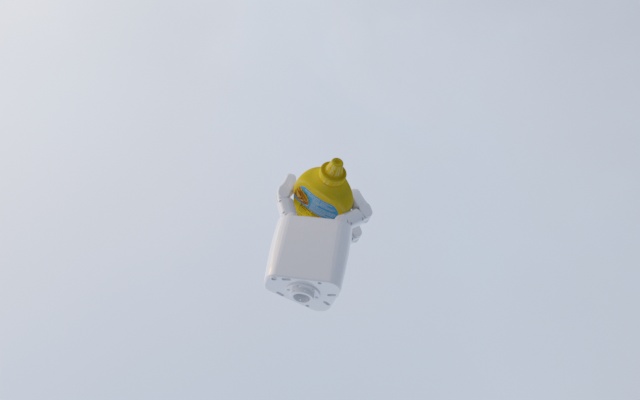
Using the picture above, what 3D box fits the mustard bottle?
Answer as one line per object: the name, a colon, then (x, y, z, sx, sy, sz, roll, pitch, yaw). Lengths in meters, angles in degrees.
mustard bottle: (0.000, 0.002, 0.758, 0.096, 0.192, 0.058, 35, 50, 10)
